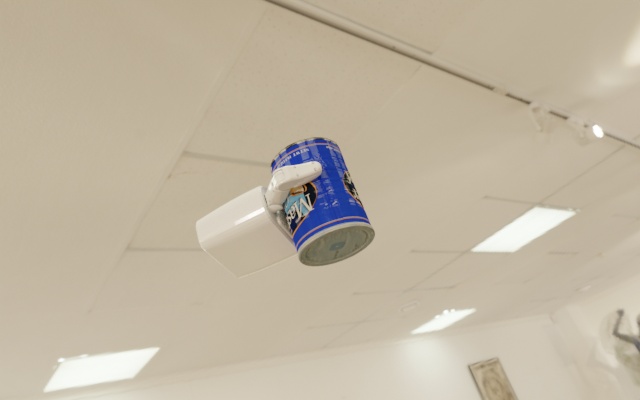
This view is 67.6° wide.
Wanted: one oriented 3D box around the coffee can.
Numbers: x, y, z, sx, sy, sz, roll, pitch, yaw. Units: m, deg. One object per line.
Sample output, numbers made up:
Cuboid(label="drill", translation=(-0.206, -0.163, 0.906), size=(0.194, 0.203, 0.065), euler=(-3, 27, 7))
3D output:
Cuboid(label="coffee can", translation=(0.000, 0.002, 0.637), size=(0.103, 0.140, 0.103), euler=(-16, -28, -9))
